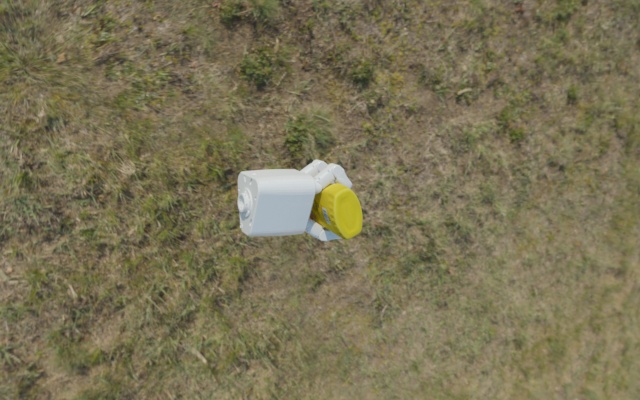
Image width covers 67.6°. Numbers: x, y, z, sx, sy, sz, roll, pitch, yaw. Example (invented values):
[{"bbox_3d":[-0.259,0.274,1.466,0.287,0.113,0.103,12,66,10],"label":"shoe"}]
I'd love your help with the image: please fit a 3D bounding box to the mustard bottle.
[{"bbox_3d":[0.001,0.003,0.894,0.058,0.096,0.191,-29,27,-22],"label":"mustard bottle"}]
